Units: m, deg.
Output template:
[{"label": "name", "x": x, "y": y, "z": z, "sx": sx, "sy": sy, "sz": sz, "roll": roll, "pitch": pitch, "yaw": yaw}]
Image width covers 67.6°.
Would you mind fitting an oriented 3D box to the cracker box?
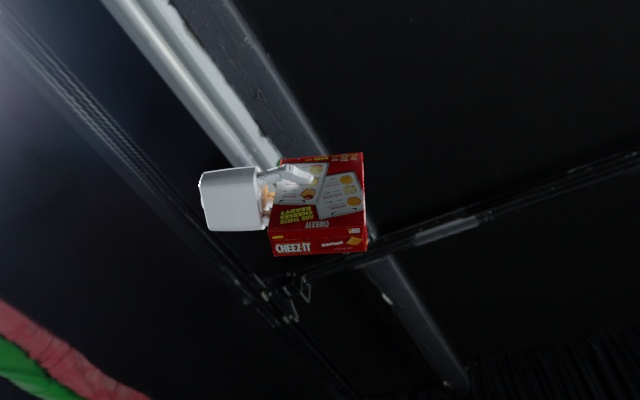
[{"label": "cracker box", "x": 0.000, "y": 0.003, "z": 0.876, "sx": 0.164, "sy": 0.072, "sz": 0.213, "roll": -4, "pitch": 39, "yaw": 7}]
